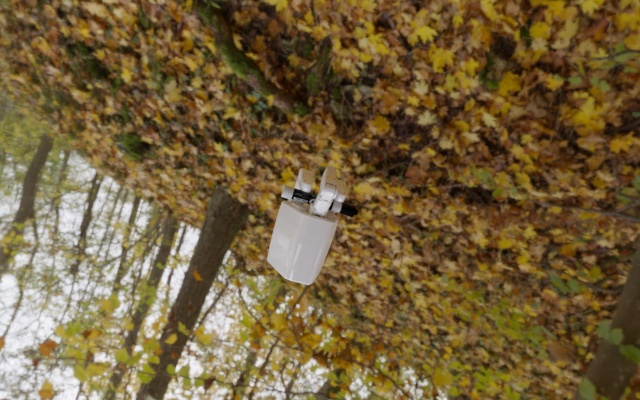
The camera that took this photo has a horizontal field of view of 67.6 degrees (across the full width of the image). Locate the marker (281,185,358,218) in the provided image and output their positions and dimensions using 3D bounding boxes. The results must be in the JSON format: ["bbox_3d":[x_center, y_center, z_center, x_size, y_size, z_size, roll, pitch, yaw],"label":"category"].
[{"bbox_3d":[0.000,0.002,0.732,0.121,0.020,0.020,17,-3,-10],"label":"marker"}]
